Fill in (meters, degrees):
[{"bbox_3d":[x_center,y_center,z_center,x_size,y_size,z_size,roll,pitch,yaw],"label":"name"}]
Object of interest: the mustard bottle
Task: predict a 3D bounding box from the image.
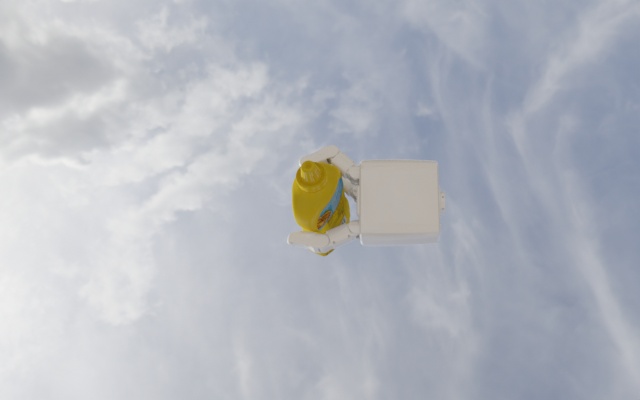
[{"bbox_3d":[0.000,0.002,0.678,0.058,0.096,0.192,22,-22,20],"label":"mustard bottle"}]
